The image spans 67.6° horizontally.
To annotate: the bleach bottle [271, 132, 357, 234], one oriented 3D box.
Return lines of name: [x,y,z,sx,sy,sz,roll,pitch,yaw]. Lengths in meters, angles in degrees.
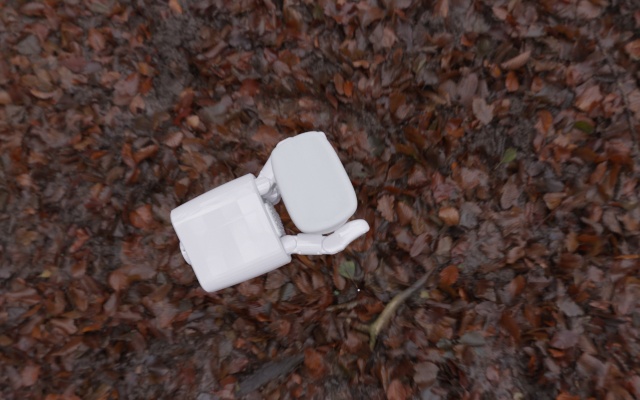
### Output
bleach bottle: [0.000,0.002,0.583,0.068,0.102,0.251,-24,-11,0]
